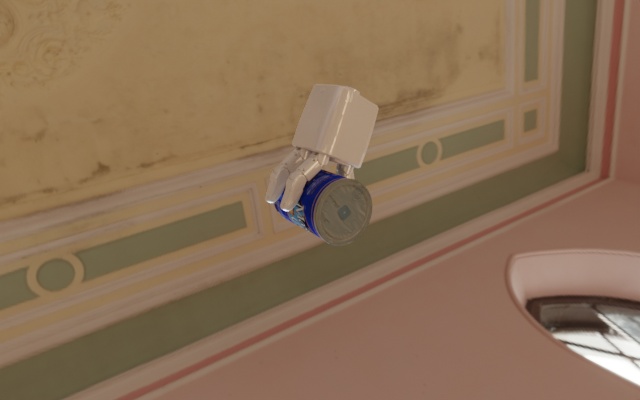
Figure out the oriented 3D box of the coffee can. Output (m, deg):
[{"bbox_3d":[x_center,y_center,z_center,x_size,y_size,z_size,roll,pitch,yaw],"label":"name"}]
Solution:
[{"bbox_3d":[0.000,0.003,0.763,0.103,0.103,0.140,0,13,-33],"label":"coffee can"}]
